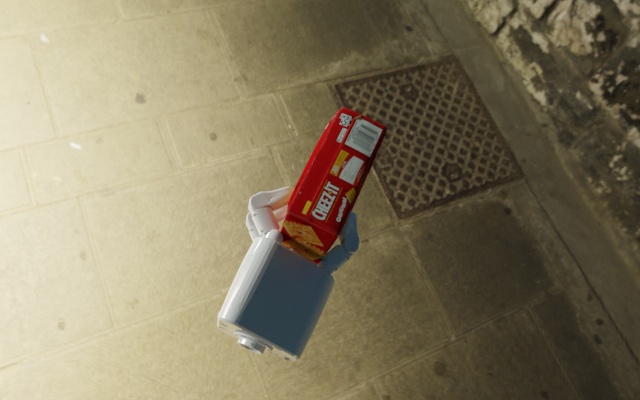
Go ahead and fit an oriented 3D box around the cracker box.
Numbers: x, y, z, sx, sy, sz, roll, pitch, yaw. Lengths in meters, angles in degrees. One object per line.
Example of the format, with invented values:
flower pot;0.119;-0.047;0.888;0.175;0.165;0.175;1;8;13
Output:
cracker box;0.000;0.002;0.639;0.072;0.164;0.214;26;-26;-1
